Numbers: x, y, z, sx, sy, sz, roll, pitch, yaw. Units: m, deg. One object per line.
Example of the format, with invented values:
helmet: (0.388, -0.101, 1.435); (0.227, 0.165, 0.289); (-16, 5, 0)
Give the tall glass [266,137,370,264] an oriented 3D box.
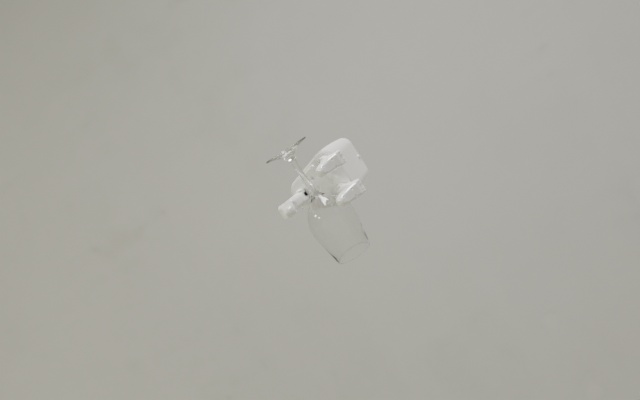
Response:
tall glass: (0.000, 0.002, 0.760); (0.079, 0.201, 0.079); (-33, 8, 5)
